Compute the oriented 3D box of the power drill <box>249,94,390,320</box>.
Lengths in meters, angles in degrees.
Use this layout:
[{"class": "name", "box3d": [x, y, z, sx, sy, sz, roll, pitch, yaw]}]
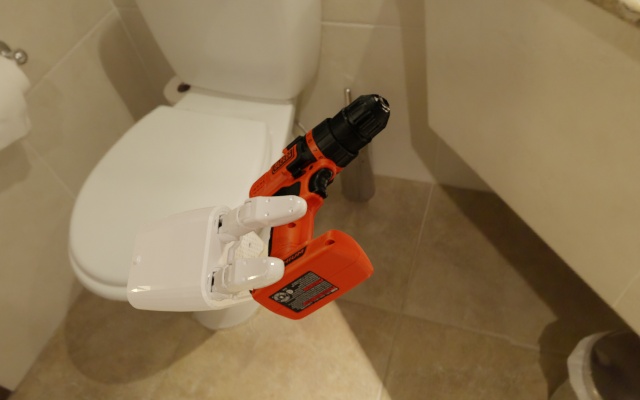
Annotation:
[{"class": "power drill", "box3d": [0.000, 0.002, 0.446, 0.057, 0.187, 0.184, 35, -58, -28]}]
